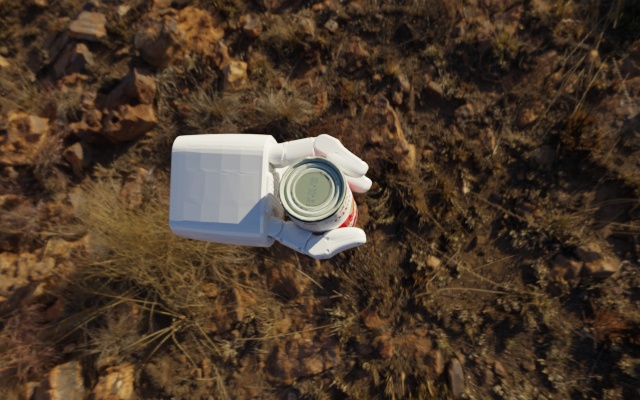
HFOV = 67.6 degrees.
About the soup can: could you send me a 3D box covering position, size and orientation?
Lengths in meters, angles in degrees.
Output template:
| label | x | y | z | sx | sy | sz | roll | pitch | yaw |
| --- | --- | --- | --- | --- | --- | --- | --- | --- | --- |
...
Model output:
| label | x | y | z | sx | sy | sz | roll | pitch | yaw |
| --- | --- | --- | --- | --- | --- | --- | --- | --- | --- |
| soup can | 0.001 | 0.002 | 0.497 | 0.068 | 0.068 | 0.102 | 0 | -16 | 10 |
